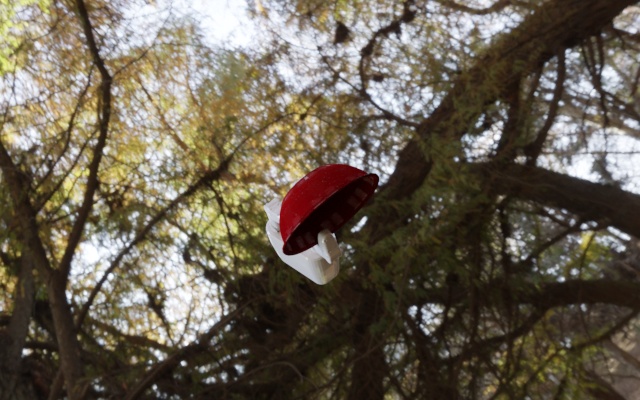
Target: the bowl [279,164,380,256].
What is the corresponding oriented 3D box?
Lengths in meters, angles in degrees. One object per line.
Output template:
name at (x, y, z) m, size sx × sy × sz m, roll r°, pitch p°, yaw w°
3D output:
bowl at (0.000, 0.001, 0.636) m, size 0.162 × 0.055 × 0.162 m, roll -36°, pitch -17°, yaw -12°
